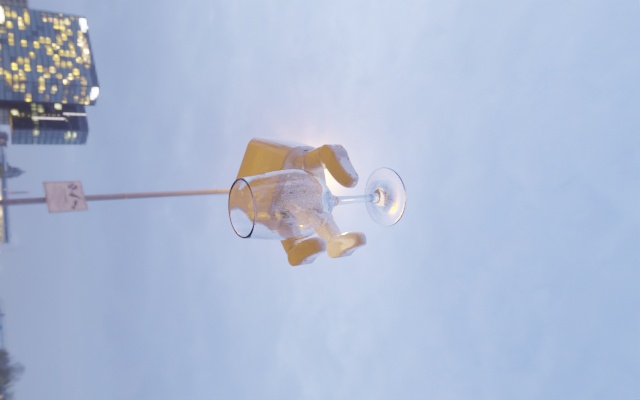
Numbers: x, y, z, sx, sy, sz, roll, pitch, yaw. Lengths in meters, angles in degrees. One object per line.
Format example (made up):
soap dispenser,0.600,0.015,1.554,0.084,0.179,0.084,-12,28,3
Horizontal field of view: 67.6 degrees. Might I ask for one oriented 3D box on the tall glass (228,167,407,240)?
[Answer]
tall glass,0.001,0.002,0.541,0.201,0.079,0.079,-4,3,-36
